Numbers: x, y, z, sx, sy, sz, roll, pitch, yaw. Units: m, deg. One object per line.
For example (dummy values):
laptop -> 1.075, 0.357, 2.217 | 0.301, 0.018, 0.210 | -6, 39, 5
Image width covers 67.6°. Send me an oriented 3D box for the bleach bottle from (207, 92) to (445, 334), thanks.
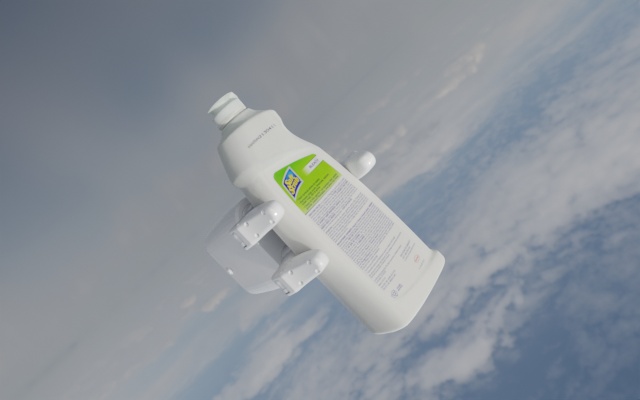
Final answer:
bleach bottle -> 0.000, 0.002, 0.438 | 0.102, 0.251, 0.068 | -48, 10, -37
